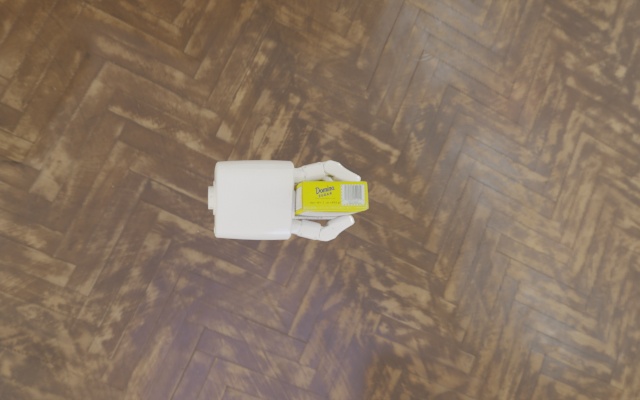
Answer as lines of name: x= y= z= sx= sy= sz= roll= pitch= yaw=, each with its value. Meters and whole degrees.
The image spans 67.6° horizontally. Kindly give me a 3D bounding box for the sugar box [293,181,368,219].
sugar box: x=0.000 y=0.002 z=0.718 sx=0.093 sy=0.048 sz=0.176 roll=1 pitch=-4 yaw=-14
